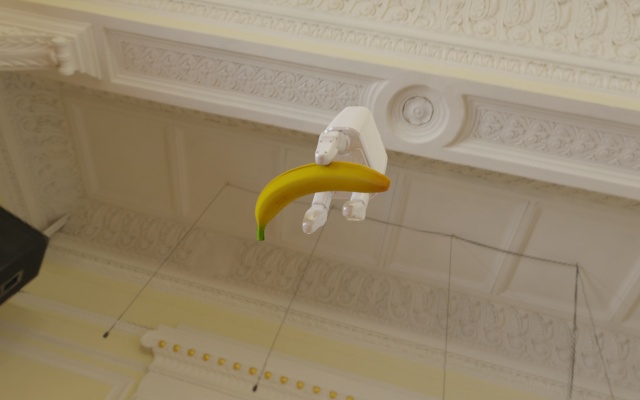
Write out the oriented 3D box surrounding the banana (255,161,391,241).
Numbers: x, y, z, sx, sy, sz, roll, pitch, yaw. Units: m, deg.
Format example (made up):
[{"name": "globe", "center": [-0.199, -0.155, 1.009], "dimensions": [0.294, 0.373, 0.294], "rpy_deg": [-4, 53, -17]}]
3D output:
[{"name": "banana", "center": [-0.012, -0.013, 0.599], "dimensions": [0.198, 0.070, 0.037], "rpy_deg": [-22, 16, 26]}]
